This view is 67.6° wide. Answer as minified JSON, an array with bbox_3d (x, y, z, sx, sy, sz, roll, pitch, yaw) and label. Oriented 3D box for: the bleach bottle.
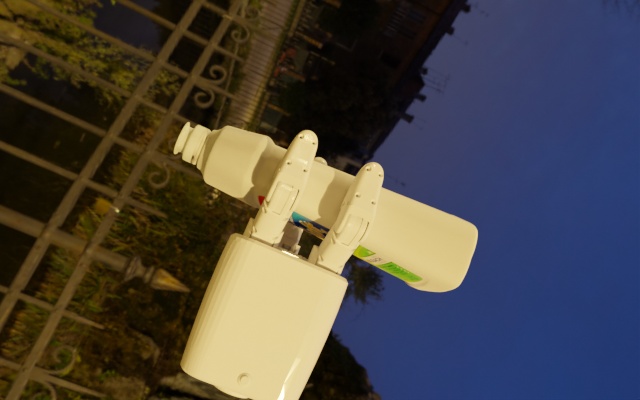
[{"bbox_3d":[0.000,0.001,0.409,0.251,0.068,0.102,24,-11,-8],"label":"bleach bottle"}]
